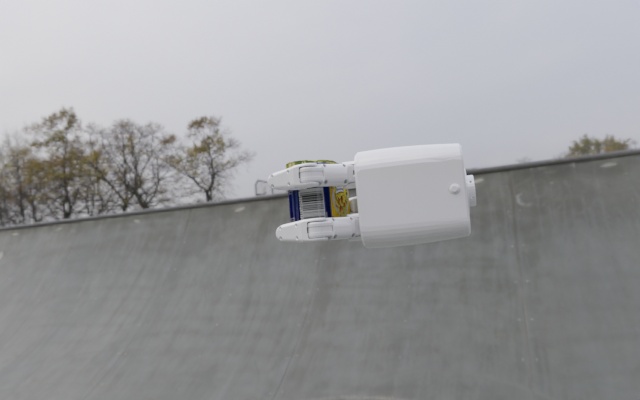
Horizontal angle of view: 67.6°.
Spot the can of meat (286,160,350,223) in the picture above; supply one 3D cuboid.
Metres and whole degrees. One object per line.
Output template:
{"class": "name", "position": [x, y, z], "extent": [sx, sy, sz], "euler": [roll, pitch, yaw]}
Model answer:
{"class": "can of meat", "position": [0.000, 0.001, 0.539], "extent": [0.057, 0.084, 0.102], "euler": [-6, -5, 16]}
